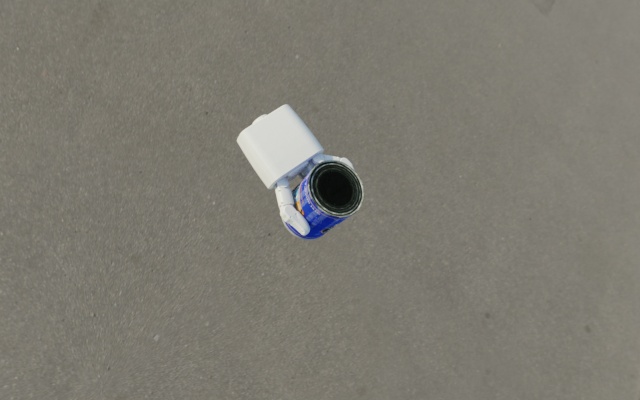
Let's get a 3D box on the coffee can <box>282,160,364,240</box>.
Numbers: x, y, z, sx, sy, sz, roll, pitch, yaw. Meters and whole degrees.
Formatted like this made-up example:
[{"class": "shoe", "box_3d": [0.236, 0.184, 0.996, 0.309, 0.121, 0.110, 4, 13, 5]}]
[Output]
[{"class": "coffee can", "box_3d": [0.000, 0.003, 0.846, 0.103, 0.102, 0.140, 0, -20, -25]}]
